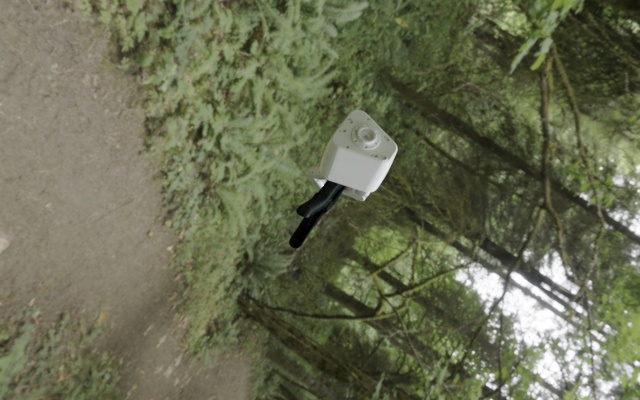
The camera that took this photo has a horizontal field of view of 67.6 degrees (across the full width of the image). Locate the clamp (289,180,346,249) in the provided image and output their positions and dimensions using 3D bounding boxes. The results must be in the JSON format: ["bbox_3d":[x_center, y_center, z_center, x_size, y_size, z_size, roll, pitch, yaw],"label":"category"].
[{"bbox_3d":[0.001,0.003,0.879,0.039,0.171,0.120,34,-27,6],"label":"clamp"}]
